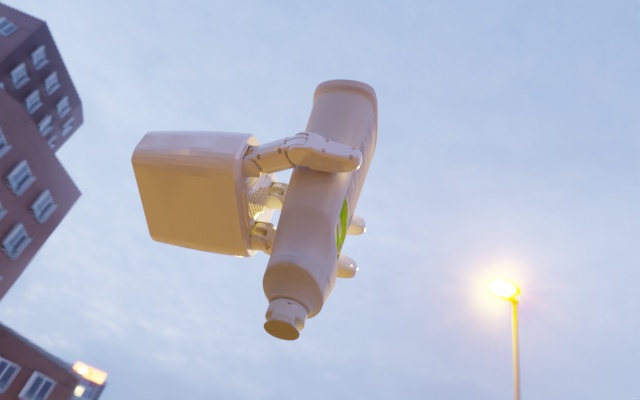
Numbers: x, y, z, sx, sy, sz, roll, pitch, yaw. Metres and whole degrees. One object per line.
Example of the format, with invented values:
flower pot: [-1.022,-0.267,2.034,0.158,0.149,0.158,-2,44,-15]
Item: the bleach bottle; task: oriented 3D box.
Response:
bleach bottle: [0.000,0.001,0.428,0.068,0.250,0.103,6,-43,14]
